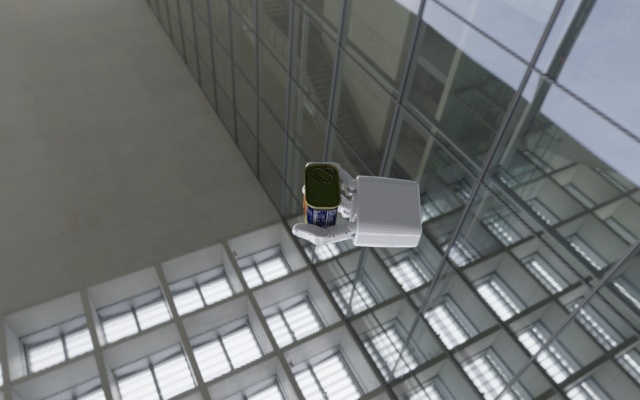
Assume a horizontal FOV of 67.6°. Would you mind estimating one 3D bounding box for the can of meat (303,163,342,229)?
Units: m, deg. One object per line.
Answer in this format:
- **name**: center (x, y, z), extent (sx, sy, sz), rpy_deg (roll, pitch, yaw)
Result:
- **can of meat**: center (0.000, 0.003, 0.799), extent (0.057, 0.102, 0.084), rpy_deg (1, -43, -5)
